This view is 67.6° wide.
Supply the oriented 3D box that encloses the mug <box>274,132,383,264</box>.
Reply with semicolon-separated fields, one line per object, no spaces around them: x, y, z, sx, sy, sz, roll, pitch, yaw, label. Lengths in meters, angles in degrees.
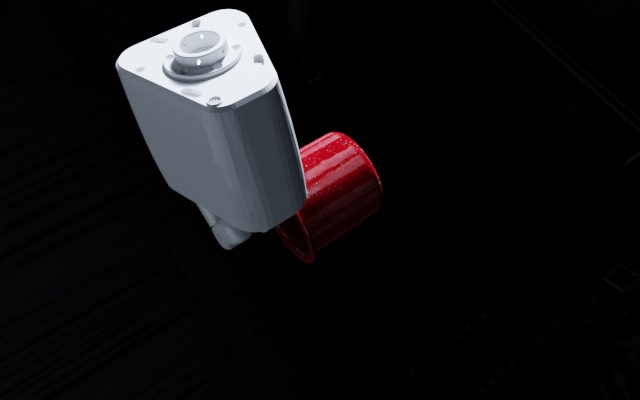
0.000;0.002;0.422;0.081;0.117;0.093;-32;53;-18;mug
